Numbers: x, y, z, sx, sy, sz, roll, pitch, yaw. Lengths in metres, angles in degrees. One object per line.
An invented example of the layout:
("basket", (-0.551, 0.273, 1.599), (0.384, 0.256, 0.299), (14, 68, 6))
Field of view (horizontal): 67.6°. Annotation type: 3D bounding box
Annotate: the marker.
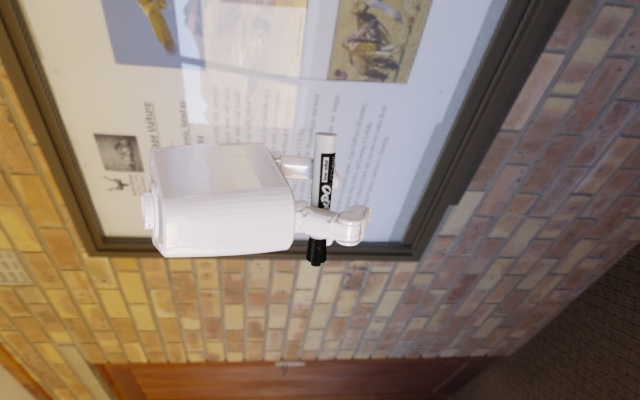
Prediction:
("marker", (0.000, 0.001, 0.419), (0.020, 0.121, 0.020), (4, 17, -1))
